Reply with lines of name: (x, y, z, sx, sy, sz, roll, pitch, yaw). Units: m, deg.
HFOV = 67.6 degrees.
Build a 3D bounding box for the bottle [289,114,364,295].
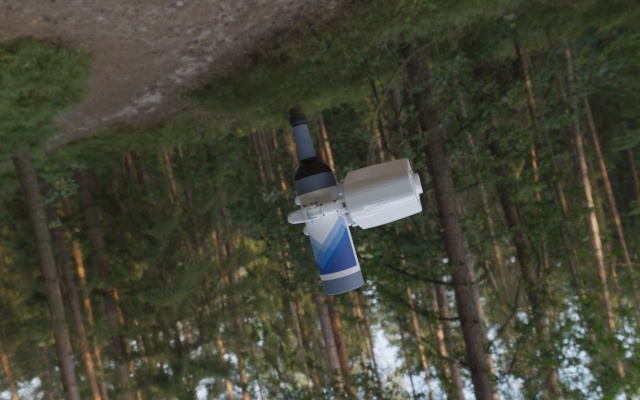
bottle: (0.000, 0.003, 0.785, 0.069, 0.295, 0.069, -16, -1, 0)
